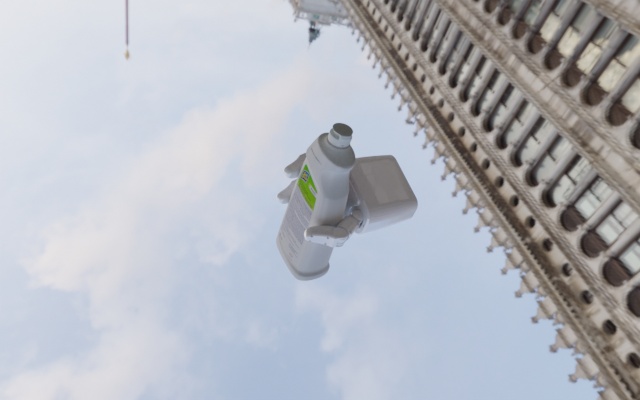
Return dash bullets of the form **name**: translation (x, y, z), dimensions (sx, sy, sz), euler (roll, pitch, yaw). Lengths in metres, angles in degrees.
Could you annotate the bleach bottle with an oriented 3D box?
- **bleach bottle**: translation (0.000, 0.002, 0.695), dimensions (0.068, 0.251, 0.102), euler (-12, 50, -31)
